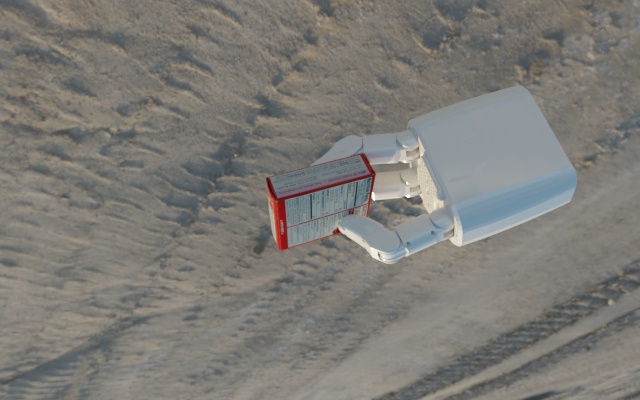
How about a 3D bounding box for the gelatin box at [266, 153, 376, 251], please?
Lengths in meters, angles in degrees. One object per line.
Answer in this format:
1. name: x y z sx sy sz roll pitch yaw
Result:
1. gelatin box: 0.000 0.002 0.416 0.089 0.030 0.073 -16 -36 -14
